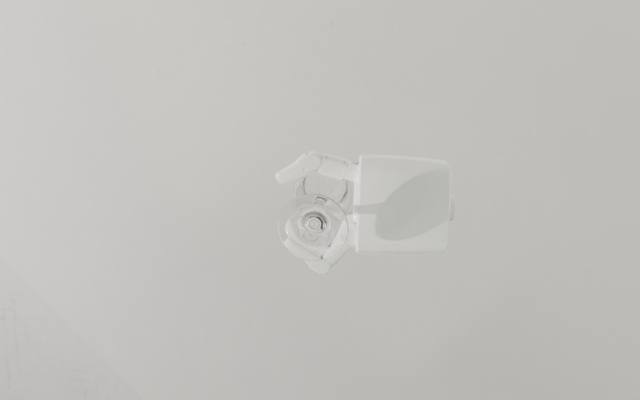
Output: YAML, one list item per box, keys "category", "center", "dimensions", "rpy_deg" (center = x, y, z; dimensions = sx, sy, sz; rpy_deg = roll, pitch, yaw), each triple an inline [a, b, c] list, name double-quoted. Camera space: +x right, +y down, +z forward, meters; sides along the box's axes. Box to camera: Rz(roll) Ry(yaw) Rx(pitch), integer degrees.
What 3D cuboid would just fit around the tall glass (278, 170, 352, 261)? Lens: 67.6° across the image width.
- category: "tall glass"
  center: [0.000, 0.002, 0.589]
  dimensions: [0.079, 0.079, 0.201]
  rpy_deg: [0, 16, 4]
